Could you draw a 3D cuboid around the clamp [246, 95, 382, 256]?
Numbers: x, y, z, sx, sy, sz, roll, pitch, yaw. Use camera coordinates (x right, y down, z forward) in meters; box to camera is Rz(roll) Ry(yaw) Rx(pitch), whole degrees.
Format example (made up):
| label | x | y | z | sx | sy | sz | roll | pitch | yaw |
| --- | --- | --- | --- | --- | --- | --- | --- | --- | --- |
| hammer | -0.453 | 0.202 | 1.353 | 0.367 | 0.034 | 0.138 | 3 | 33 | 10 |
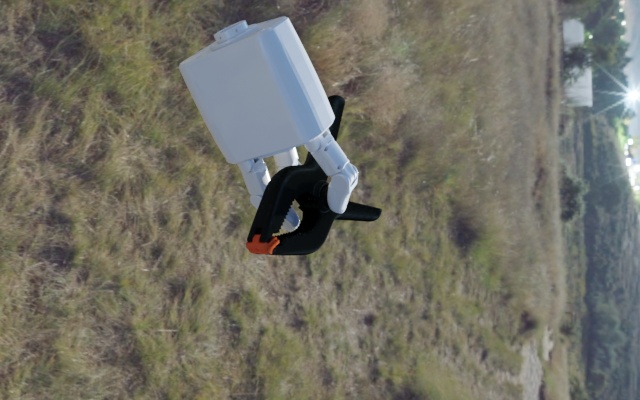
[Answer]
| label | x | y | z | sx | sy | sz | roll | pitch | yaw |
| --- | --- | --- | --- | --- | --- | --- | --- | --- | --- |
| clamp | 0.000 | 0.002 | 0.522 | 0.036 | 0.165 | 0.210 | -4 | 34 | 39 |
